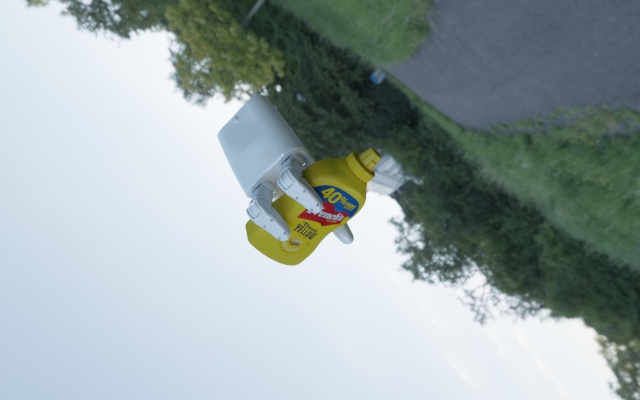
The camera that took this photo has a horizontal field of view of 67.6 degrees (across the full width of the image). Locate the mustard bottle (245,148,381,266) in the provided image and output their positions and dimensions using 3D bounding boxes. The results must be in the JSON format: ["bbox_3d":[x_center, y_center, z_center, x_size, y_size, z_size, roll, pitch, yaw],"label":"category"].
[{"bbox_3d":[0.000,0.002,0.605,0.192,0.058,0.096,-42,-51,19],"label":"mustard bottle"}]
